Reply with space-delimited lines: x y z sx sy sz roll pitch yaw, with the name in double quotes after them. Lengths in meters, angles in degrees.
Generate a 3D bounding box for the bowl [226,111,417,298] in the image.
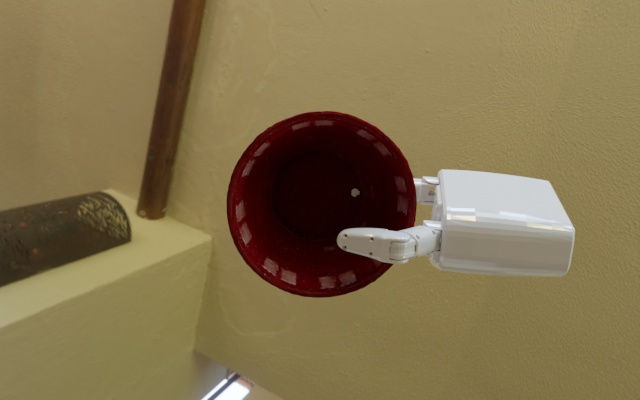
-0.001 0.001 0.426 0.162 0.162 0.055 0 13 -6 "bowl"
